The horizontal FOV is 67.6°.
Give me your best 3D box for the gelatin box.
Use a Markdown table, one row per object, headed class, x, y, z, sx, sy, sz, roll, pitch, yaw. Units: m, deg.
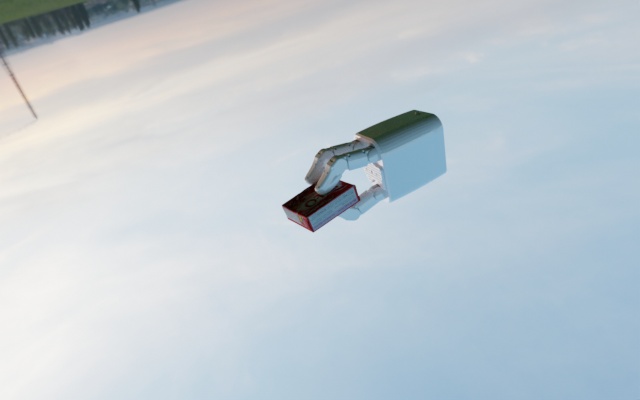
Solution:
| class | x | y | z | sx | sy | sz | roll | pitch | yaw |
| --- | --- | --- | --- | --- | --- | --- | --- | --- | --- |
| gelatin box | 0.000 | 0.003 | 0.681 | 0.089 | 0.030 | 0.073 | -34 | 29 | -20 |
